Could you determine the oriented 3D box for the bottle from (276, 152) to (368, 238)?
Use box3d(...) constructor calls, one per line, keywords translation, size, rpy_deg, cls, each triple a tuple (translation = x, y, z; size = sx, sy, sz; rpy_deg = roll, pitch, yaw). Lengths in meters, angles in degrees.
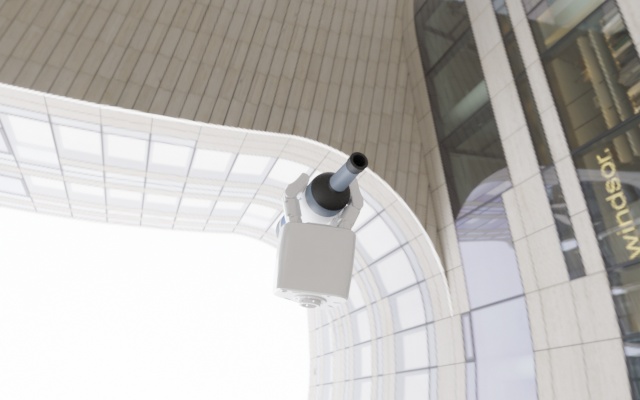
box3d(translation=(0.000, 0.003, 0.772), size=(0.069, 0.069, 0.296), rpy_deg=(0, -23, -23), cls="bottle")
